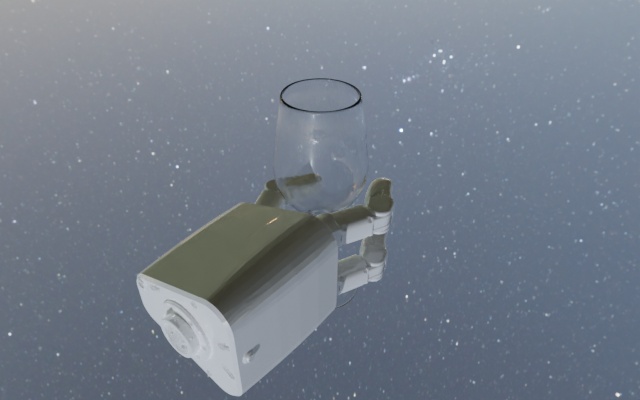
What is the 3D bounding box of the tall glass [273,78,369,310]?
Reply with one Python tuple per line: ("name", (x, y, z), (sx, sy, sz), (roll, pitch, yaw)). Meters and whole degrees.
("tall glass", (0.000, 0.002, 0.414), (0.079, 0.201, 0.079), (0, 36, 0))
